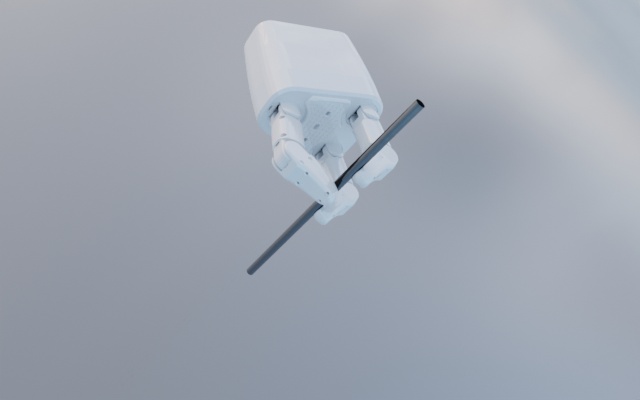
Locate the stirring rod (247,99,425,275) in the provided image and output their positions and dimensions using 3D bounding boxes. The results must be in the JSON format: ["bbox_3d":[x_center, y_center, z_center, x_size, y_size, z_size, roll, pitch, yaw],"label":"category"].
[{"bbox_3d":[0.000,0.001,0.402,0.011,0.011,0.240,0,-35,-45],"label":"stirring rod"}]
